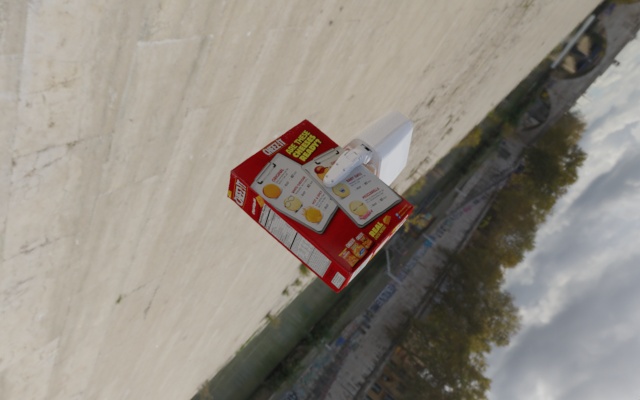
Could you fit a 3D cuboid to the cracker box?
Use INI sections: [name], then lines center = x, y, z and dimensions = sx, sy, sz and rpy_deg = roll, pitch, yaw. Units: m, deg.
[cracker box]
center = 0.000, 0.002, 0.683
dimensions = 0.164, 0.213, 0.072
rpy_deg = -41, -15, -37
